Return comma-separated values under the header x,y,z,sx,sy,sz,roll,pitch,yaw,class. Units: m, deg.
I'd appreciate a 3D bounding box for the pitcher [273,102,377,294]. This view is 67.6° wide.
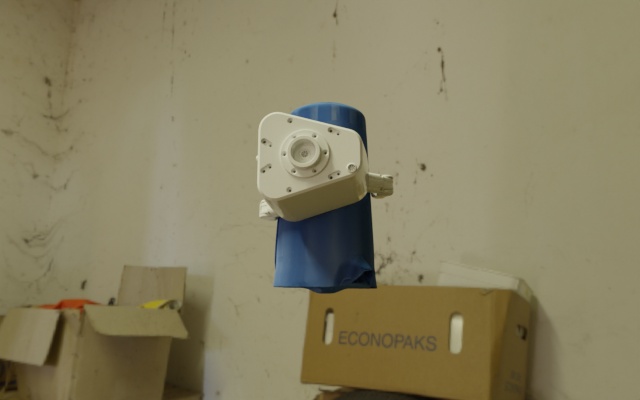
x,y,z,sx,sy,sz,roll,pitch,yaw,class
0.000,0.002,0.643,0.149,0.242,0.145,-1,-11,8,pitcher
